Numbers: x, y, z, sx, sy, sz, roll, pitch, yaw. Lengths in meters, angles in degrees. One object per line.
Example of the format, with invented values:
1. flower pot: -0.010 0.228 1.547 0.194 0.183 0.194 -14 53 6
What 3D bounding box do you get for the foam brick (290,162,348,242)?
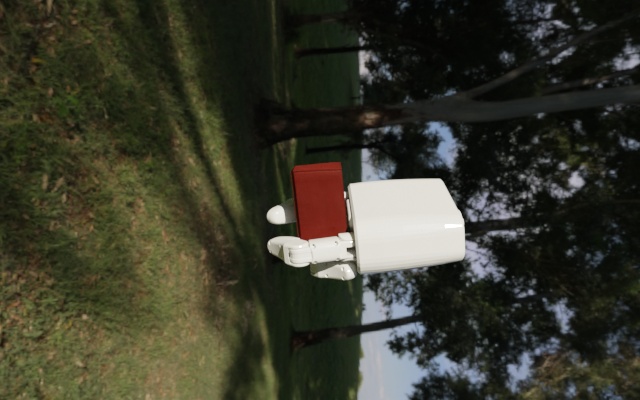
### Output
1. foam brick: 0.000 0.001 0.499 0.051 0.078 0.053 -5 13 3
